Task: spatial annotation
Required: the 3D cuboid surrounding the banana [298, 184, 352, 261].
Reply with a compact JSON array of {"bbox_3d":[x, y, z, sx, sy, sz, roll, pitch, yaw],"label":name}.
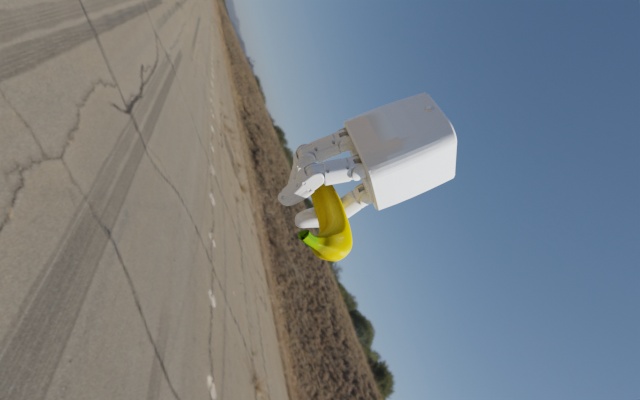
[{"bbox_3d":[0.009,0.019,0.545,0.037,0.070,0.197,-26,19,9],"label":"banana"}]
